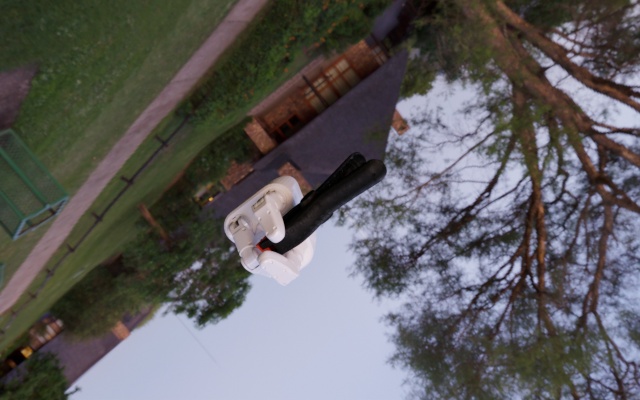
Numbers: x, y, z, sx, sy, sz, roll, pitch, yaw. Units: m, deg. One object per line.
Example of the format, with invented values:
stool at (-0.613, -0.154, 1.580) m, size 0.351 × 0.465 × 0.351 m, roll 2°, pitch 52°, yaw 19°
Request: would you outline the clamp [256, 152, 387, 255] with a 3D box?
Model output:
clamp at (0.000, 0.002, 0.554) m, size 0.171 × 0.039 × 0.120 m, roll -37°, pitch 6°, yaw 10°
